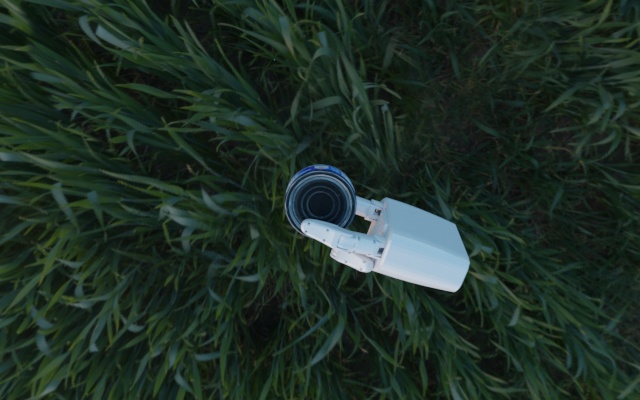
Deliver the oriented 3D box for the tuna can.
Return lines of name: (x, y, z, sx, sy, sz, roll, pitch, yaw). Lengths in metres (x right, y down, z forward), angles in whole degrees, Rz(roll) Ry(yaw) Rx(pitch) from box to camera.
tuna can: (0.000, 0.002, 0.566, 0.086, 0.086, 0.033, 0, 15, 0)
